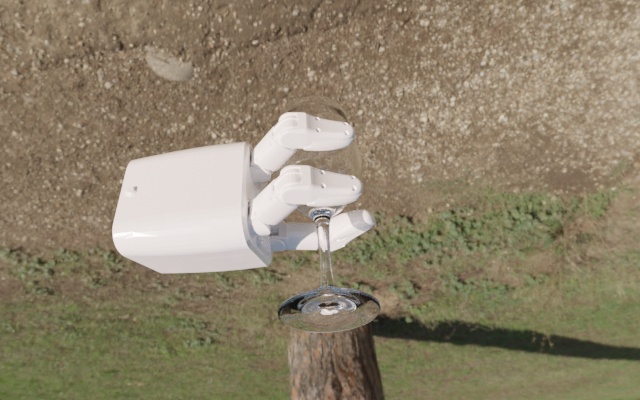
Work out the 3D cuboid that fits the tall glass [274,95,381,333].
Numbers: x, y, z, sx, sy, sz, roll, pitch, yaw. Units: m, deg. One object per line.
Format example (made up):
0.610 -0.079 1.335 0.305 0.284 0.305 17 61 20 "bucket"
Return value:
0.000 0.002 0.402 0.079 0.200 0.079 -3 -36 -2 "tall glass"
